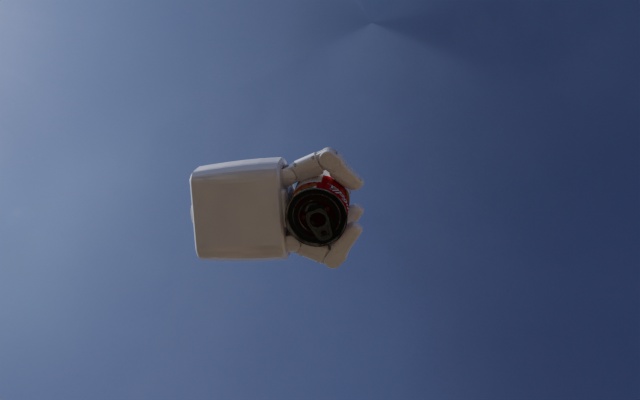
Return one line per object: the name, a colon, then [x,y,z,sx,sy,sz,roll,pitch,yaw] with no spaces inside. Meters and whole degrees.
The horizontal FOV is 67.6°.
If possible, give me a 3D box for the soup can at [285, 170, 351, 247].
soup can: [0.001,0.002,0.556,0.068,0.068,0.102,0,20,6]
